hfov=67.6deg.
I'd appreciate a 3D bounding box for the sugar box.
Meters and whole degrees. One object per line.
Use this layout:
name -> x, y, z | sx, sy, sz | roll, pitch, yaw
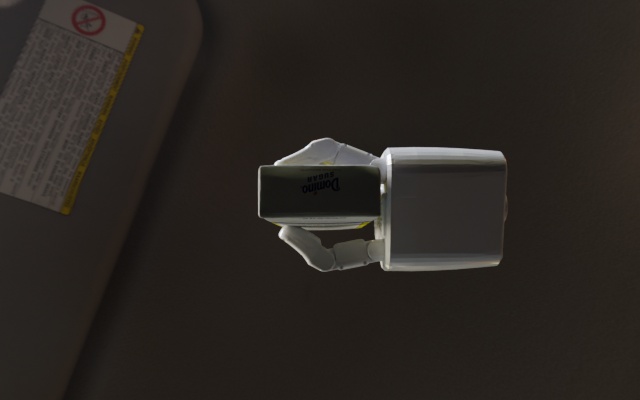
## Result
sugar box -> 0.000, 0.001, 0.437 | 0.093, 0.048, 0.176 | 0, -8, 0
